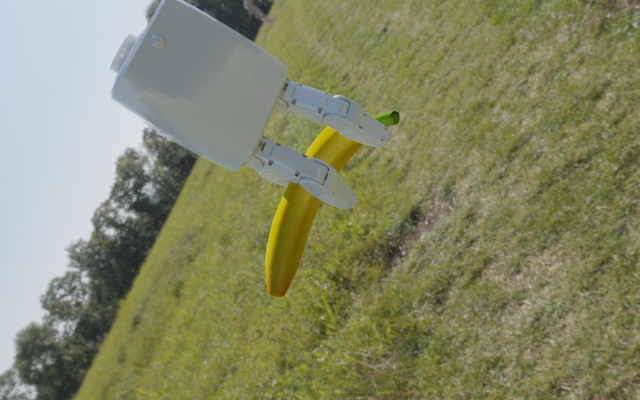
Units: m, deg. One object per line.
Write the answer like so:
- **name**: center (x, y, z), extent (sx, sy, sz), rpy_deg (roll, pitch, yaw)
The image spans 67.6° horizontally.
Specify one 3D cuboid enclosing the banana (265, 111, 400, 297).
- **banana**: center (-0.005, -0.007, 0.443), extent (0.037, 0.198, 0.069), rpy_deg (29, 5, -30)
